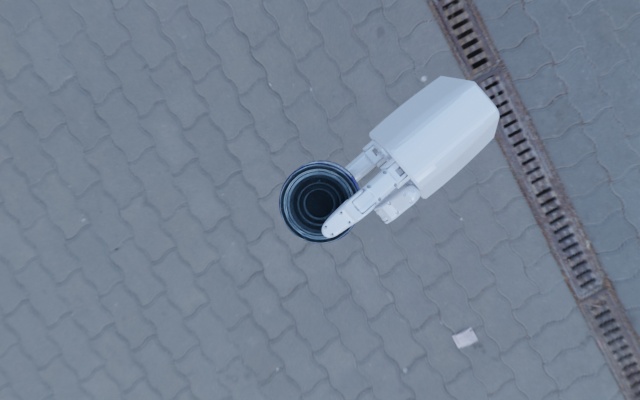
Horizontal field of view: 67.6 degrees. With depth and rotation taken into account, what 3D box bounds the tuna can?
[{"bbox_3d":[0.000,0.002,0.503,0.086,0.086,0.033,0,9,5],"label":"tuna can"}]
